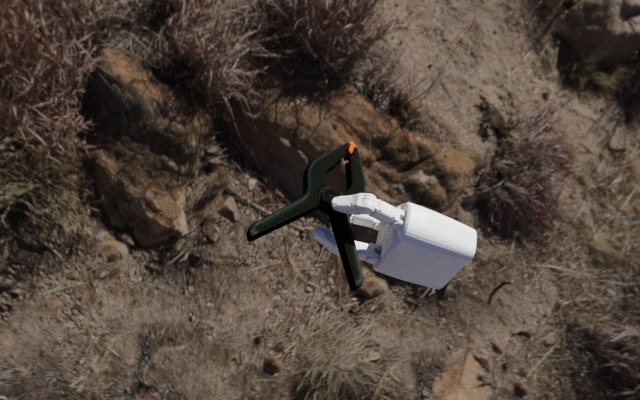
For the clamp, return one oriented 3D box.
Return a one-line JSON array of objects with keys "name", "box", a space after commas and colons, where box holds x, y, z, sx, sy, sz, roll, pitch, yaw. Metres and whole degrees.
[{"name": "clamp", "box": [0.001, 0.001, 0.658, 0.164, 0.210, 0.036, 21, -28, -10]}]
